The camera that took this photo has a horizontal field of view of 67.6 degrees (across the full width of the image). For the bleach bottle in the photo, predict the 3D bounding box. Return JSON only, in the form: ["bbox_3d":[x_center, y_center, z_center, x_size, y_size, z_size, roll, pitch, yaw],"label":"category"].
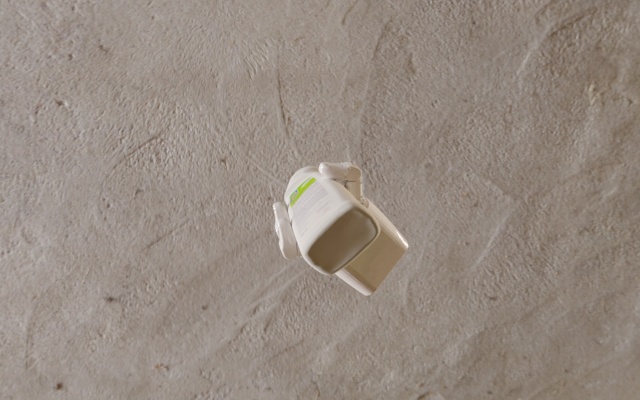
[{"bbox_3d":[0.000,0.002,0.688,0.068,0.102,0.250,43,9,-24],"label":"bleach bottle"}]
